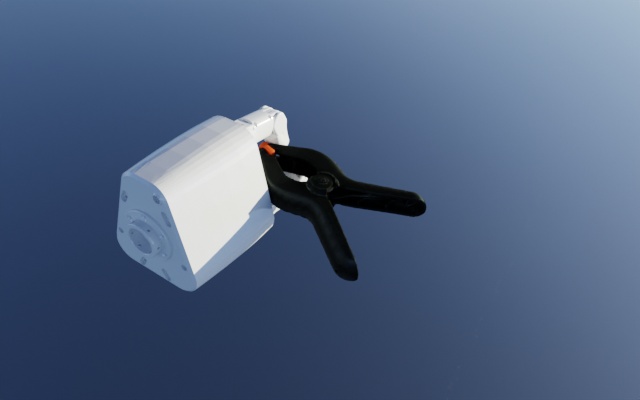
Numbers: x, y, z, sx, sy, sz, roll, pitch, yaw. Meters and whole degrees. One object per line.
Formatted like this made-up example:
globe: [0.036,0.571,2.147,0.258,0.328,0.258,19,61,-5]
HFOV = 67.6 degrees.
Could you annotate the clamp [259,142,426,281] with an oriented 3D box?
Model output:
clamp: [0.000,0.001,0.444,0.171,0.039,0.120,25,42,20]
